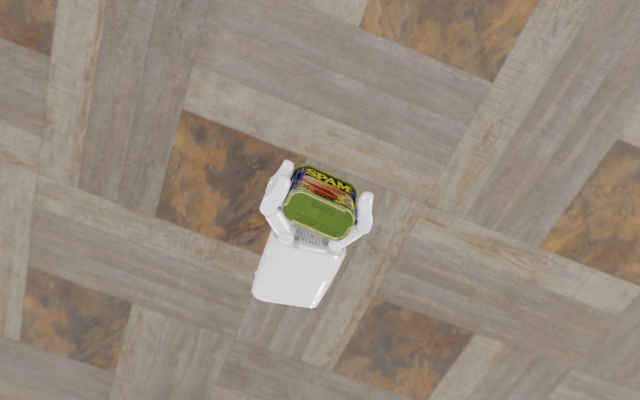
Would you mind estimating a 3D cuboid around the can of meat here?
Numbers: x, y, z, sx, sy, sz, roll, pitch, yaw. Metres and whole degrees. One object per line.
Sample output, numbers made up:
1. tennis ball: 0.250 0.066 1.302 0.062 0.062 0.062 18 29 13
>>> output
1. can of meat: 0.000 0.002 0.664 0.102 0.057 0.084 24 27 -7
